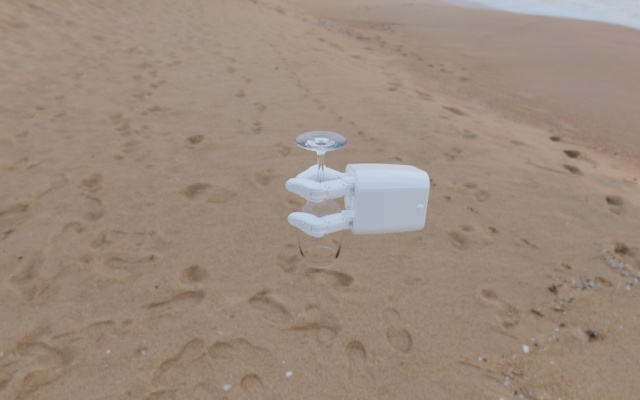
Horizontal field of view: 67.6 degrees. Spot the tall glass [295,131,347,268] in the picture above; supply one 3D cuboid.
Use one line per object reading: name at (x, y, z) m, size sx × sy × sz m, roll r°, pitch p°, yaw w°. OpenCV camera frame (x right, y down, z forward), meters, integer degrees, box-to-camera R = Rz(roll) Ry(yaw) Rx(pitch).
tall glass at (0.000, 0.002, 0.722) m, size 0.079 × 0.201 × 0.079 m, roll 1°, pitch 28°, yaw 0°
